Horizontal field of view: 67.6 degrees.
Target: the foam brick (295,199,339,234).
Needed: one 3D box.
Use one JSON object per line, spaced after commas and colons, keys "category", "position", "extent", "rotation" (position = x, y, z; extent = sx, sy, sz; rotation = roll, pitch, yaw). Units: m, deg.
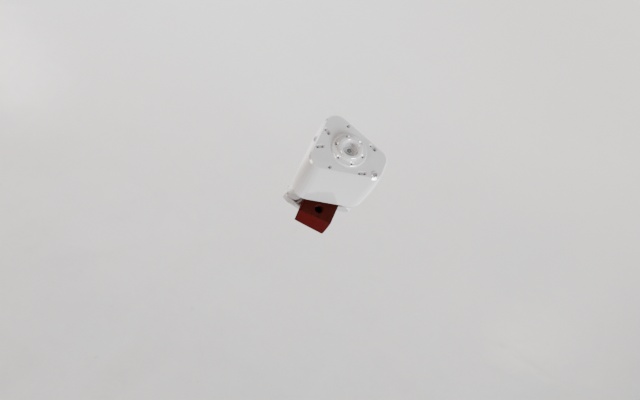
{"category": "foam brick", "position": [0.000, 0.003, 0.761], "extent": [0.053, 0.078, 0.051], "rotation": [26, -23, -5]}
